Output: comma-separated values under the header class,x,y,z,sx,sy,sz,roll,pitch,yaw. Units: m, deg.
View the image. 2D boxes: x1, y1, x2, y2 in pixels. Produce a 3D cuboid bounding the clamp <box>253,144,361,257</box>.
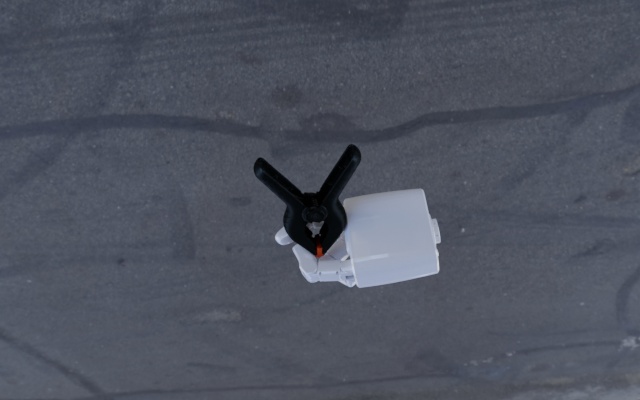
class,x,y,z,sx,sy,sz,roll,pitch,yaw
clamp,0.000,0.002,0.579,0.120,0.039,0.172,-10,-43,8
